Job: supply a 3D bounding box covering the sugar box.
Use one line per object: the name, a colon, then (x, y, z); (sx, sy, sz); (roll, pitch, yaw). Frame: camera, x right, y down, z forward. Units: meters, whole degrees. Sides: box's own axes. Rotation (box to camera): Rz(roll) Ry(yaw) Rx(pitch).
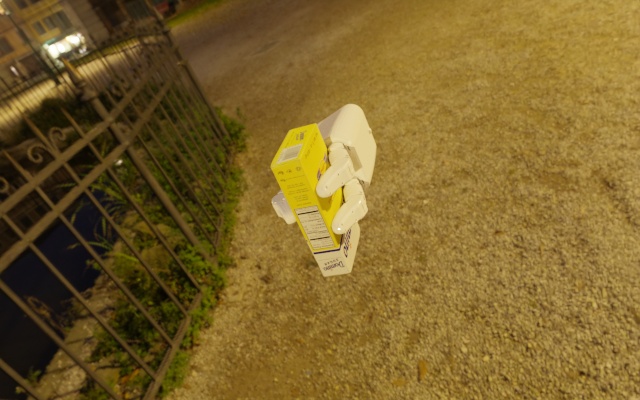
sugar box: (0.001, 0.002, 0.610); (0.048, 0.176, 0.093); (-13, 32, 24)
